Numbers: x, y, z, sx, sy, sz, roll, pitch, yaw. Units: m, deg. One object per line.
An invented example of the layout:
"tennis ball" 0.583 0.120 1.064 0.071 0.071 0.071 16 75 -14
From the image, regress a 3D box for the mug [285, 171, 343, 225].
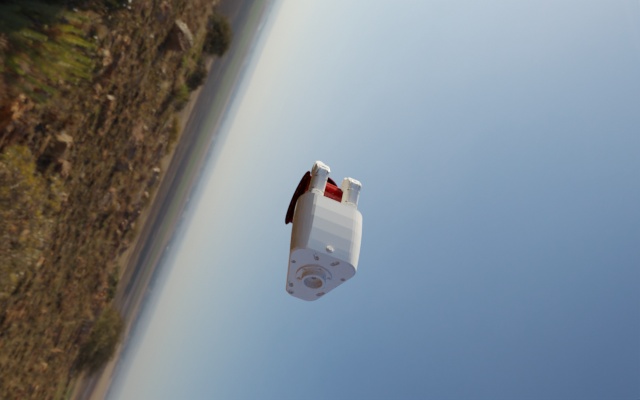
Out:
"mug" 0.000 0.002 0.775 0.081 0.117 0.093 24 -48 -12
